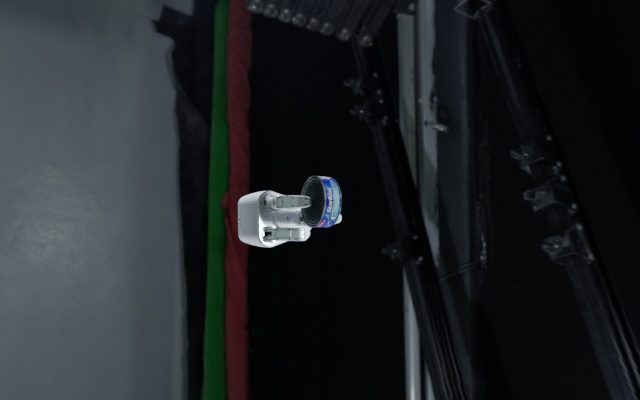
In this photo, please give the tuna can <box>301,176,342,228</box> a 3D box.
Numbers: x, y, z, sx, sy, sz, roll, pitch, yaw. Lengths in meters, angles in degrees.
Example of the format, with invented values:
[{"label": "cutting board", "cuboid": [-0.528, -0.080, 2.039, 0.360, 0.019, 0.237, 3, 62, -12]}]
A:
[{"label": "tuna can", "cuboid": [0.001, 0.003, 0.789, 0.034, 0.086, 0.086, 3, -2, -28]}]
